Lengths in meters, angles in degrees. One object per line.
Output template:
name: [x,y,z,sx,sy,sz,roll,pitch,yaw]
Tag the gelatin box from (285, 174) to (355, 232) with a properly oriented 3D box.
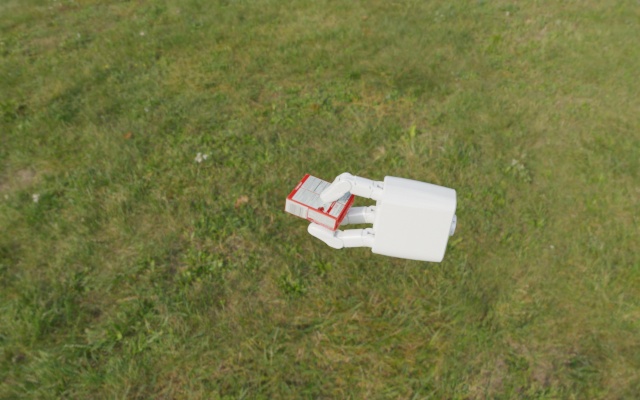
gelatin box: [0.000,0.002,0.746,0.089,0.030,0.073,22,43,12]
